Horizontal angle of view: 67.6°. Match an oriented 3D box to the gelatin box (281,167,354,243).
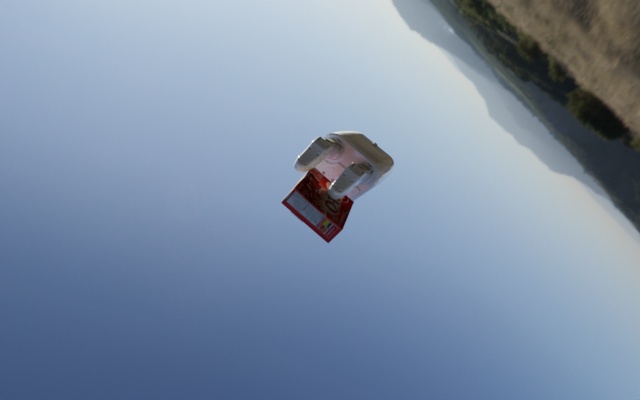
[{"bbox_3d":[0.000,0.002,0.579,0.030,0.073,0.089,-46,5,25],"label":"gelatin box"}]
